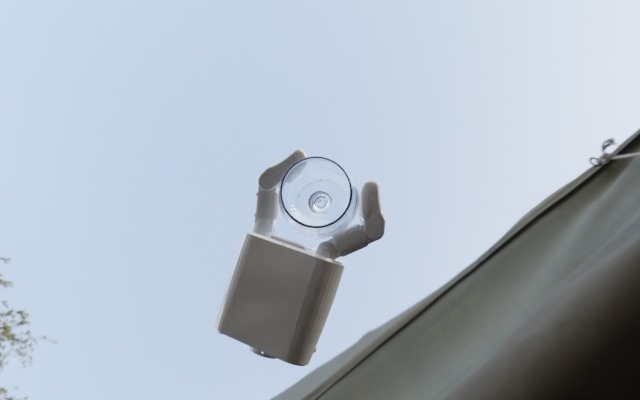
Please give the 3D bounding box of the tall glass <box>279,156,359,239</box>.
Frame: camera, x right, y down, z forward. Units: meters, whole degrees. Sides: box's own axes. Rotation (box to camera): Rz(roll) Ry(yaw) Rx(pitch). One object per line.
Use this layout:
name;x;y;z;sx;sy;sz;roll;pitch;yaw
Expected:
tall glass;0.000;0.002;0.503;0.079;0.079;0.201;0;-5;2
